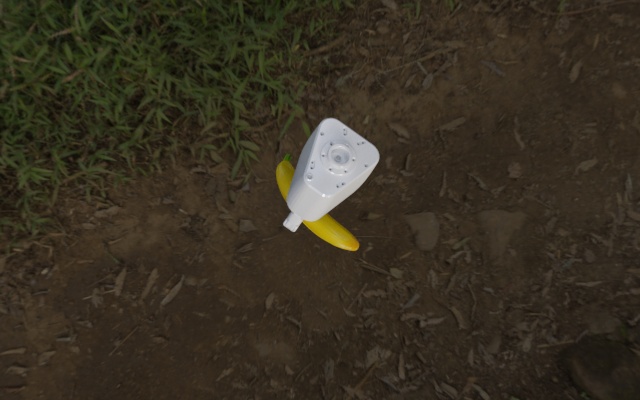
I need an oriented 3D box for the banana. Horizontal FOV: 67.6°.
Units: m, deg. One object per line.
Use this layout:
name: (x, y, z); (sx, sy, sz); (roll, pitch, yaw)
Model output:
banana: (-0.015, 0.006, 0.755); (0.069, 0.197, 0.037); (-27, -14, -40)
